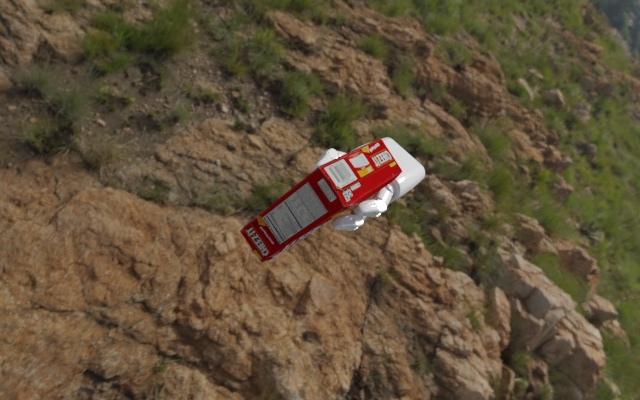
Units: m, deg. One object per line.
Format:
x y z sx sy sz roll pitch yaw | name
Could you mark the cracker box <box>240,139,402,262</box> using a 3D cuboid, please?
0.000 0.002 0.741 0.214 0.072 0.164 -36 -5 42 | cracker box
